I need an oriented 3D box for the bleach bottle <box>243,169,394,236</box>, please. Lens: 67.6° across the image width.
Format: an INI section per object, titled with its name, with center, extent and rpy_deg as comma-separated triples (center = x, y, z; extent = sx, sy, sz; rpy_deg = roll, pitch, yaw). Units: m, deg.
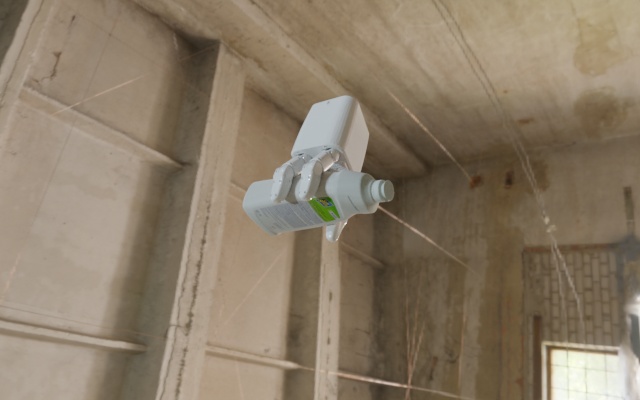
[bleach bottle]
center = 0.000, 0.002, 0.736
extent = 0.251, 0.068, 0.103
rpy_deg = -7, -39, 38
